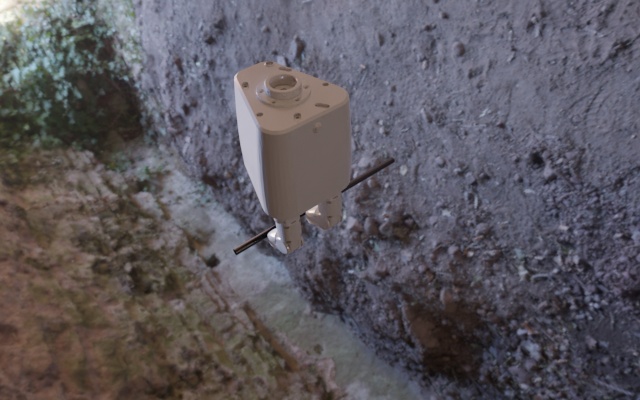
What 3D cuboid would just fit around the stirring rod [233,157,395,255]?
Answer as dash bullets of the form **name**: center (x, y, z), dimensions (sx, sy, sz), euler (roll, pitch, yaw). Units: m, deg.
- **stirring rod**: center (0.000, 0.002, 0.577), dimensions (0.239, 0.011, 0.011), euler (-30, 14, -24)
